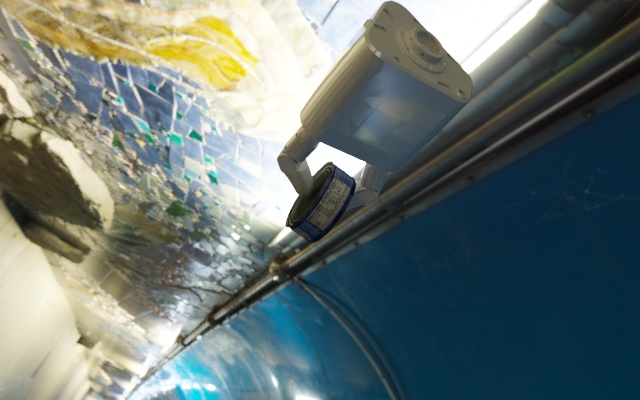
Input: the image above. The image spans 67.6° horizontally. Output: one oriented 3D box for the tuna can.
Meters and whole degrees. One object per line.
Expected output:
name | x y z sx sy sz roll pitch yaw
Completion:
tuna can | 0.001 0.002 0.511 0.034 0.086 0.086 35 -9 -13
